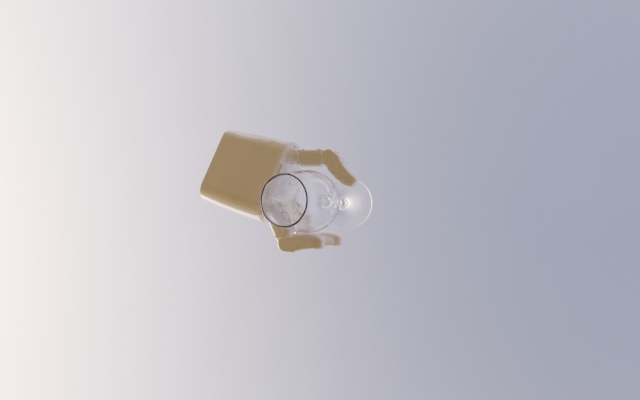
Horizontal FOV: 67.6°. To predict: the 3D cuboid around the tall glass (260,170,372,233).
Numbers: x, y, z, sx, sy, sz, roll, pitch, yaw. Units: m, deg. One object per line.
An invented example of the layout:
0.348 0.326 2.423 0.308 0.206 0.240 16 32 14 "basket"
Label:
0.001 0.002 0.627 0.079 0.079 0.201 0 -1 25 "tall glass"
